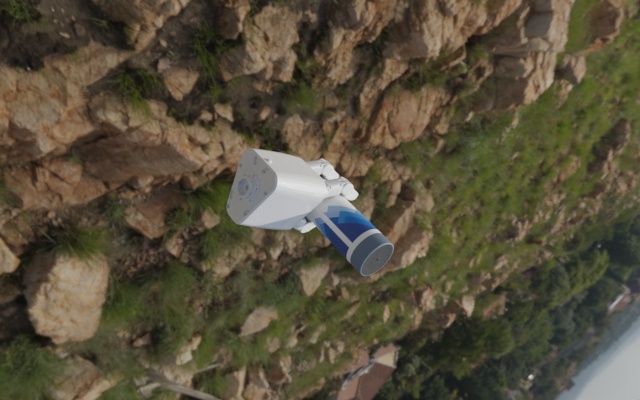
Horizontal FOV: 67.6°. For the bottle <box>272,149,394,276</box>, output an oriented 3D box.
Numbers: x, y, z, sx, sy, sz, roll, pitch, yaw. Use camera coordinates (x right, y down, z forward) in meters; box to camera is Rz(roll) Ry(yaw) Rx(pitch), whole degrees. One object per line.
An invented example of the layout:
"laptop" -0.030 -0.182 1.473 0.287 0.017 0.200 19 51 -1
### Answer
"bottle" 0.000 0.003 0.801 0.069 0.069 0.295 0 36 -46
